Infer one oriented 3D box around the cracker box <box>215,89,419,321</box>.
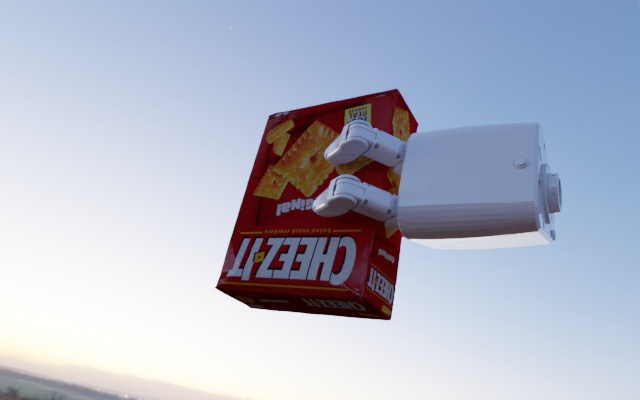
[{"bbox_3d":[0.000,0.002,0.483,0.164,0.213,0.072,-4,-30,32],"label":"cracker box"}]
